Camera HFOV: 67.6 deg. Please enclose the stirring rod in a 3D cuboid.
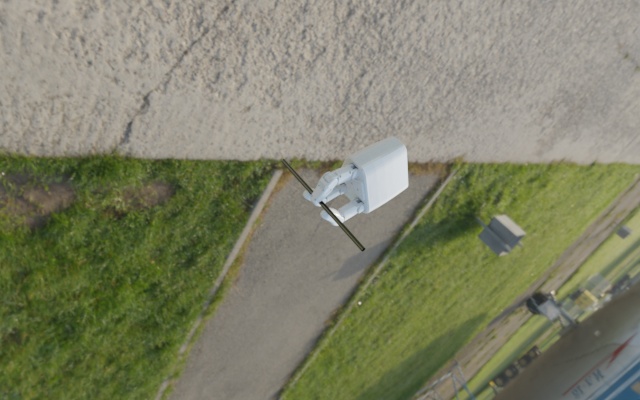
[{"bbox_3d":[0.000,0.003,0.837,0.011,0.011,0.239,0,40,-50],"label":"stirring rod"}]
